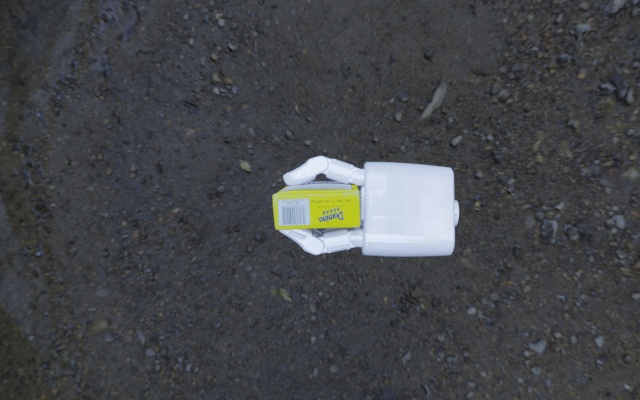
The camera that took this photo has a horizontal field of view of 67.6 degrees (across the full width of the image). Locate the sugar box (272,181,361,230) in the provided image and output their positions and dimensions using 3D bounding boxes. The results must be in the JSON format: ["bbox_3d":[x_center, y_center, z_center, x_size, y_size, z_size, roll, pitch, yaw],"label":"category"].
[{"bbox_3d":[0.000,0.002,0.585,0.093,0.048,0.176,-1,3,3],"label":"sugar box"}]
